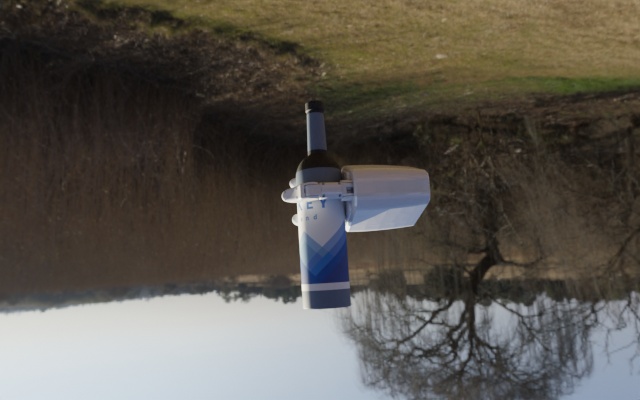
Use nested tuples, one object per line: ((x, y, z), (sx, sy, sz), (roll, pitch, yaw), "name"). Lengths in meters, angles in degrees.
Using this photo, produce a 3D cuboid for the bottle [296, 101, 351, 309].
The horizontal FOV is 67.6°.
((0.000, 0.002, 0.681), (0.069, 0.295, 0.069), (-3, -9, -1), "bottle")
